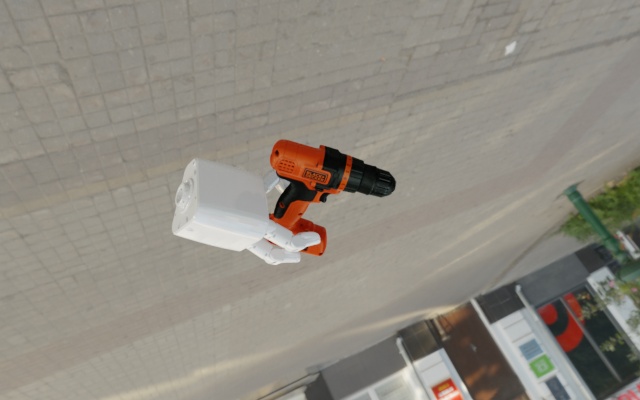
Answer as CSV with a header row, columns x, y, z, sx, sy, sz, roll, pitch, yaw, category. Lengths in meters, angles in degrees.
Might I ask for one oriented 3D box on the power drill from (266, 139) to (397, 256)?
x,y,z,sx,sy,sz,roll,pitch,yaw,category
0.000,0.003,0.724,0.184,0.188,0.057,17,41,-7,power drill
